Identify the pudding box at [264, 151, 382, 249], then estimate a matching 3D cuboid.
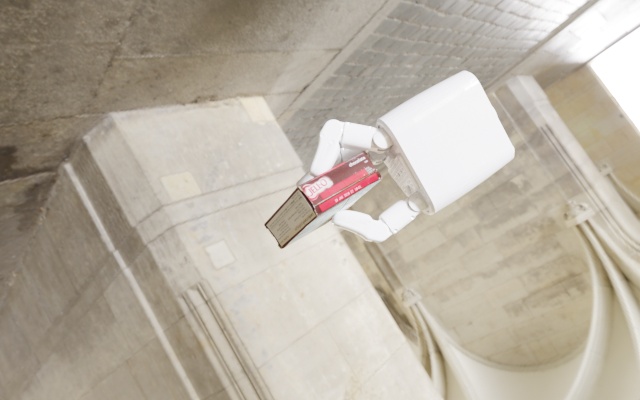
[{"bbox_3d":[0.000,0.002,0.501,0.090,0.039,0.113,-28,-10,-31],"label":"pudding box"}]
